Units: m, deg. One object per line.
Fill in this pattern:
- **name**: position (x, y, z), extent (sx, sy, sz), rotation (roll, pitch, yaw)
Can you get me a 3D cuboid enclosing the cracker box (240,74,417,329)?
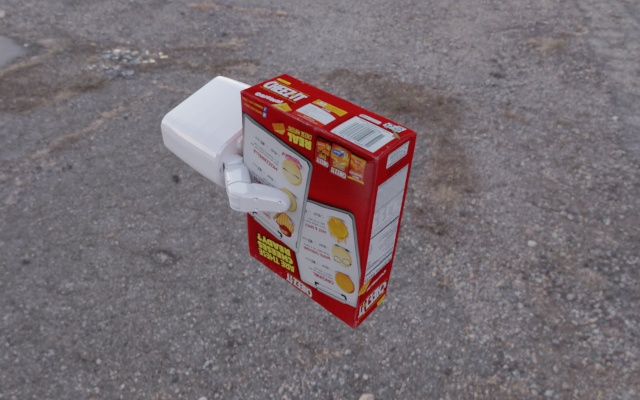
- **cracker box**: position (0.000, 0.002, 0.487), extent (0.164, 0.214, 0.072), rotation (30, 46, 30)
